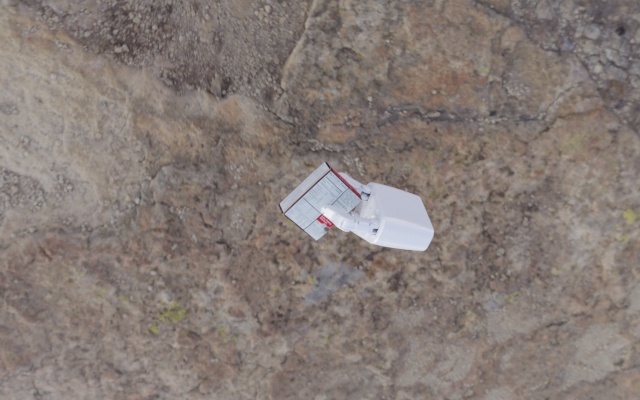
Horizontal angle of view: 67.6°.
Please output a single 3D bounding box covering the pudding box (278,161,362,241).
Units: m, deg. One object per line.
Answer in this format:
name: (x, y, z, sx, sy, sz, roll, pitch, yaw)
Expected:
pudding box: (0.000, 0.003, 0.804, 0.090, 0.113, 0.039, 42, 9, -31)
